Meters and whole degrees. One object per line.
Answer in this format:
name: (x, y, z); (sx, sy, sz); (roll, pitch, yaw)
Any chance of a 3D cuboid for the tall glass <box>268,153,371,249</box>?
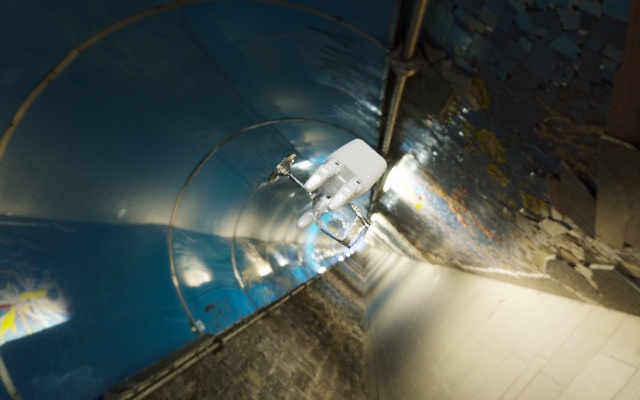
tall glass: (0.000, 0.003, 0.899); (0.201, 0.079, 0.079); (42, 6, 7)
